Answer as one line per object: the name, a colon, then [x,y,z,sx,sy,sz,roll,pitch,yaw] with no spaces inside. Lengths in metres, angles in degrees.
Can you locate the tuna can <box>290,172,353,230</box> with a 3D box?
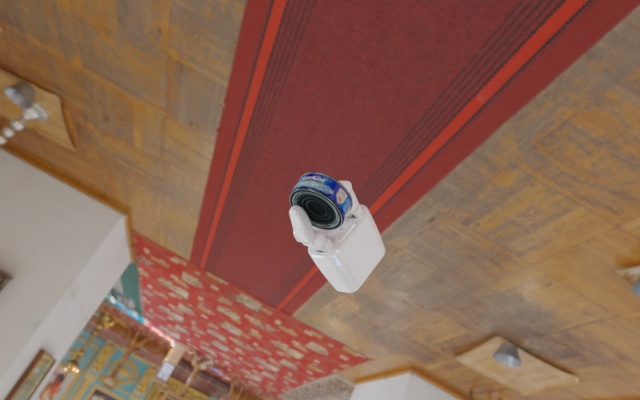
tuna can: [0.000,0.003,0.673,0.086,0.033,0.086,21,-35,16]
